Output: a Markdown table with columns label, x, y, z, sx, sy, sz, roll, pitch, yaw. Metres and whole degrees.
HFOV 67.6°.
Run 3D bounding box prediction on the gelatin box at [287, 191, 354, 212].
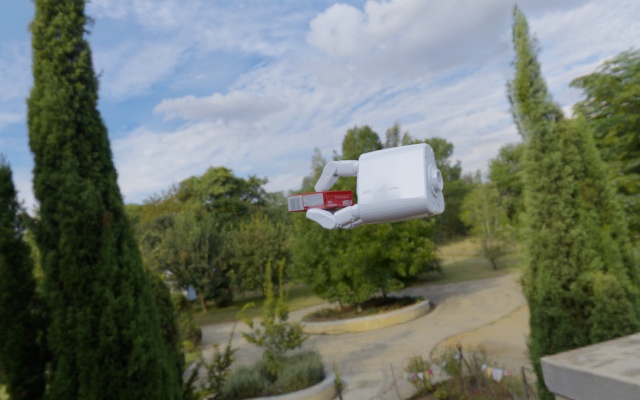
| label | x | y | z | sx | sy | sz | roll | pitch | yaw |
| --- | --- | --- | --- | --- | --- | --- | --- | --- | --- |
| gelatin box | 0.000 | 0.002 | 0.810 | 0.089 | 0.030 | 0.073 | -7 | -4 | 42 |
